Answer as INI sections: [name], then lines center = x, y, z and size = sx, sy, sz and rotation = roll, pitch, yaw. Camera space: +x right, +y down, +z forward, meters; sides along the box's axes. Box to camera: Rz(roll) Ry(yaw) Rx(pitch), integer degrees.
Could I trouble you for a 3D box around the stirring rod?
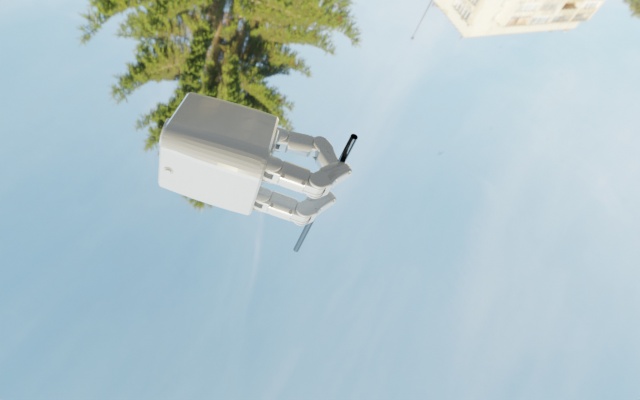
[stirring rod]
center = 0.000, 0.002, 0.586
size = 0.011, 0.011, 0.240
rotation = 0, -34, -20
